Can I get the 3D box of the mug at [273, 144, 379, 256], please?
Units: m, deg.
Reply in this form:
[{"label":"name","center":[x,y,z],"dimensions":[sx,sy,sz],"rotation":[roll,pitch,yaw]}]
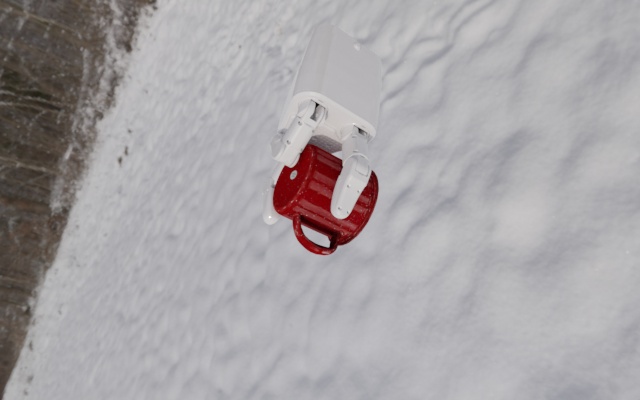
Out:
[{"label":"mug","center":[0.000,0.003,0.507],"dimensions":[0.081,0.117,0.093],"rotation":[26,-32,-25]}]
